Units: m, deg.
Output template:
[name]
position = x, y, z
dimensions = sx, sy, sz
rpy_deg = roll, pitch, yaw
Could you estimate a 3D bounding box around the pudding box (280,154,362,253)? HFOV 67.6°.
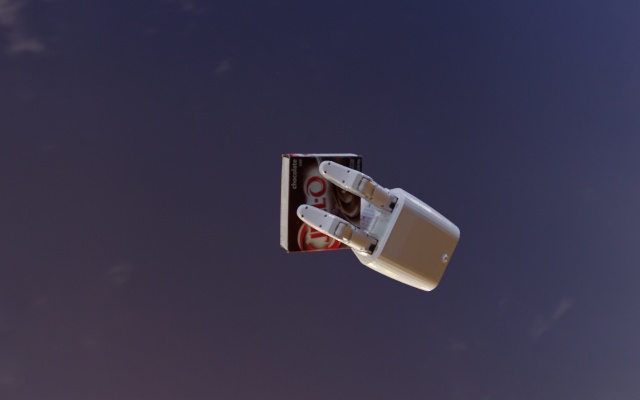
[pudding box]
position = 0.000, 0.002, 0.560
dimensions = 0.090, 0.113, 0.039
rpy_deg = -2, 8, -22
